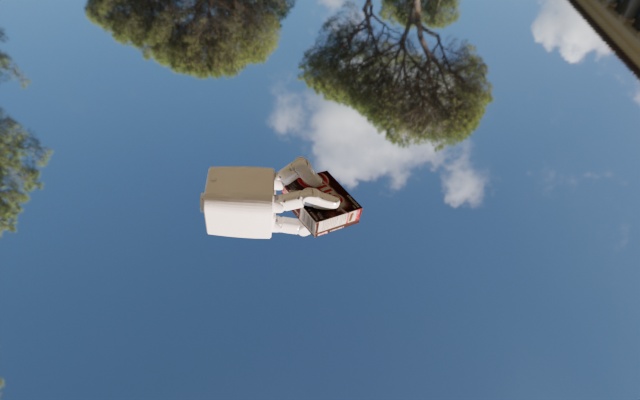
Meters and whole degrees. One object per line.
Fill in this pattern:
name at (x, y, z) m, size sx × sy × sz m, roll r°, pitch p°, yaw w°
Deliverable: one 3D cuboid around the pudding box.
pudding box at (0.000, 0.003, 0.783) m, size 0.090 × 0.039 × 0.113 m, roll -17°, pitch 48°, yaw -28°
